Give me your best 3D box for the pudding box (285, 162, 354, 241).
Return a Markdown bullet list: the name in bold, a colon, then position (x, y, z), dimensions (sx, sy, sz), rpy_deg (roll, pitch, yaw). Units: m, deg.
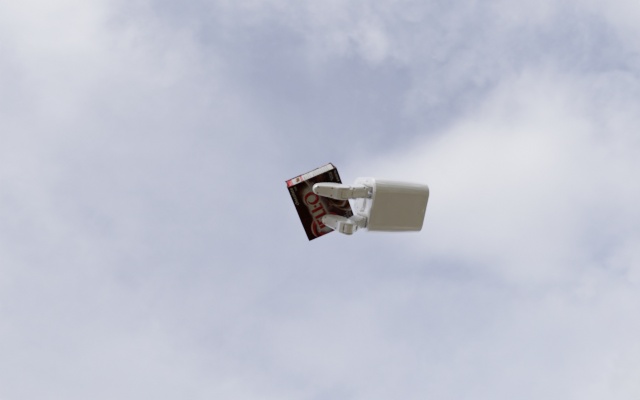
- **pudding box**: position (0.000, 0.003, 0.820), dimensions (0.090, 0.113, 0.039), rpy_deg (-23, 23, -4)
